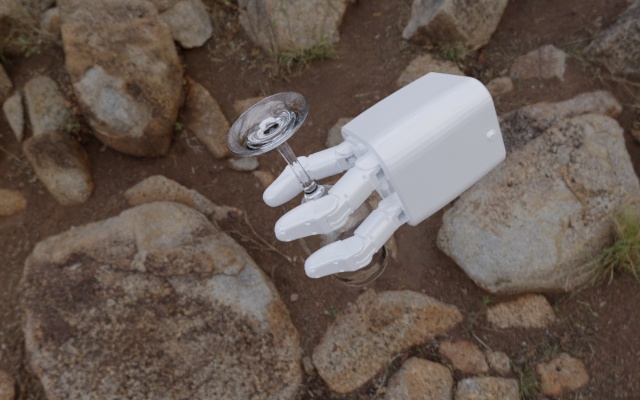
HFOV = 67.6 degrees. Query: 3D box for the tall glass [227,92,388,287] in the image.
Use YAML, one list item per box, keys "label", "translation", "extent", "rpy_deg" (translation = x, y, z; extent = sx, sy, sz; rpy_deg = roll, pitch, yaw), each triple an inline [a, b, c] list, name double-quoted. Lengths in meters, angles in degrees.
- label: "tall glass"
  translation: [0.000, 0.001, 0.442]
  extent: [0.079, 0.079, 0.201]
  rpy_deg: [0, -40, 34]
